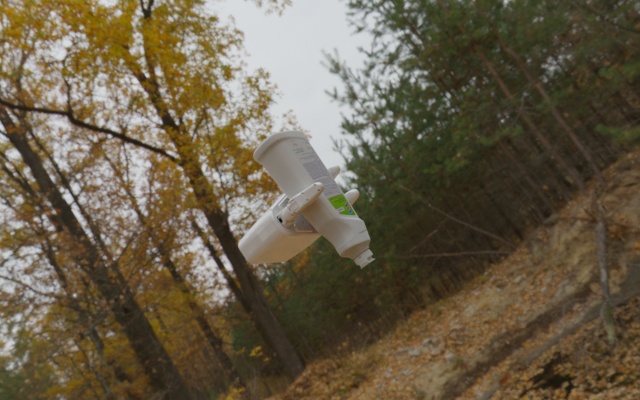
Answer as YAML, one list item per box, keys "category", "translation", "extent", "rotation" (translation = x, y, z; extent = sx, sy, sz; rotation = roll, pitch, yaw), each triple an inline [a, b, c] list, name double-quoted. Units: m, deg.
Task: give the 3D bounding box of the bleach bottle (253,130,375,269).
- category: "bleach bottle"
  translation: [0.000, 0.002, 0.776]
  extent: [0.068, 0.251, 0.102]
  rotation: [-41, -11, 32]
